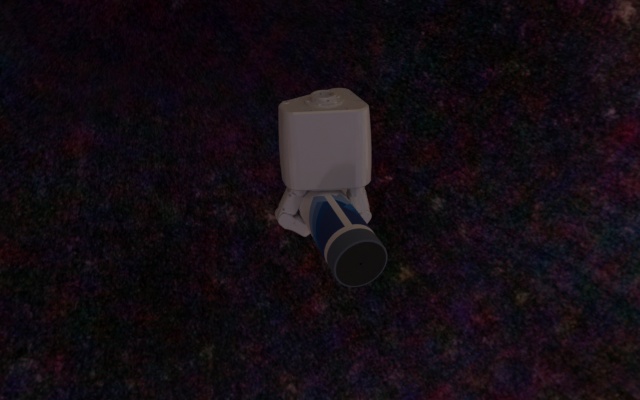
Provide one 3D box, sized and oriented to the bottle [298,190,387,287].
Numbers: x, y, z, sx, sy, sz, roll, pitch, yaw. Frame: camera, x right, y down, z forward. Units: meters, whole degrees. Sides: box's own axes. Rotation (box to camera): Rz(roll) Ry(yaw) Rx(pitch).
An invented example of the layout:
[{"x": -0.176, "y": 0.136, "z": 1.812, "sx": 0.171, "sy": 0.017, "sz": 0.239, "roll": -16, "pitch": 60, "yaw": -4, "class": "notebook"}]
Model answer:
[{"x": 0.000, "y": 0.002, "z": 0.663, "sx": 0.069, "sy": 0.069, "sz": 0.295, "roll": 0, "pitch": 29, "yaw": -21, "class": "bottle"}]
